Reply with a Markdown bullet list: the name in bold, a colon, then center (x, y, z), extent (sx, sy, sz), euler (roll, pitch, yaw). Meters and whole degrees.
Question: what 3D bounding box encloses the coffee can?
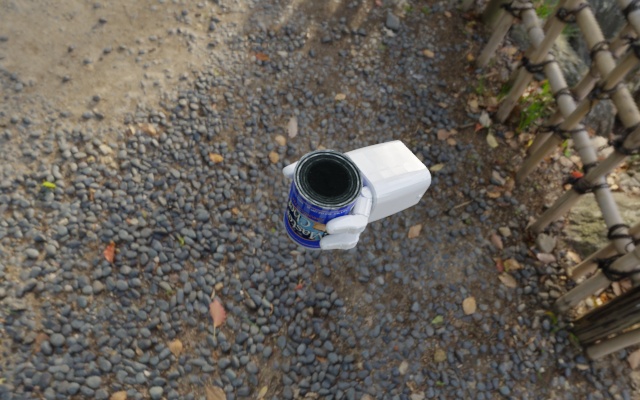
- **coffee can**: center (0.000, 0.003, 0.745), extent (0.103, 0.102, 0.140), euler (0, -30, -11)
